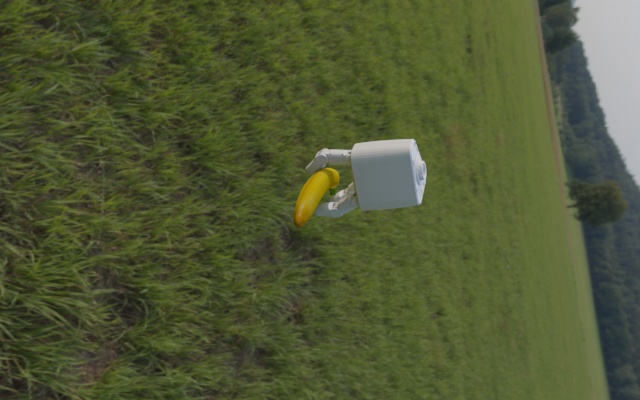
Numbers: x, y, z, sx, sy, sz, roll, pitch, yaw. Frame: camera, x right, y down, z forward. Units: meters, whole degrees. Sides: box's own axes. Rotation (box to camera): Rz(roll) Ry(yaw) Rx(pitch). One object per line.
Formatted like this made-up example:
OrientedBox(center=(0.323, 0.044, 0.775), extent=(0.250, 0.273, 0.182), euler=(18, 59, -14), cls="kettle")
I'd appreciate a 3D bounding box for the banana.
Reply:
OrientedBox(center=(-0.001, -0.016, 0.840), extent=(0.037, 0.070, 0.197), euler=(0, 17, 22), cls="banana")
